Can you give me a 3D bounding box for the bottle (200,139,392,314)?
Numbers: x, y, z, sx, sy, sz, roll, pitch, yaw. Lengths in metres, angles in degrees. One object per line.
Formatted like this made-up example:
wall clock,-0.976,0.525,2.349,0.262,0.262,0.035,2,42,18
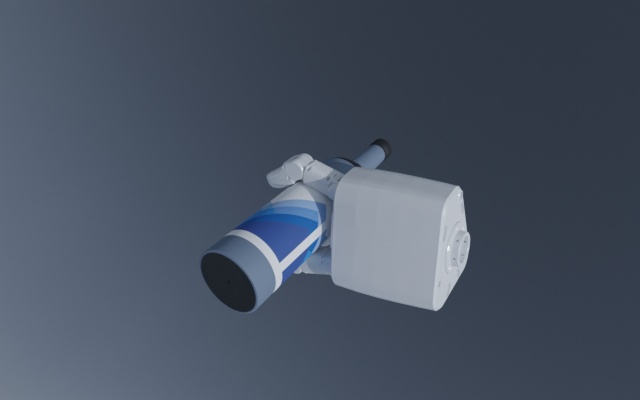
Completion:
bottle,0.000,0.002,0.510,0.069,0.069,0.295,0,28,38
